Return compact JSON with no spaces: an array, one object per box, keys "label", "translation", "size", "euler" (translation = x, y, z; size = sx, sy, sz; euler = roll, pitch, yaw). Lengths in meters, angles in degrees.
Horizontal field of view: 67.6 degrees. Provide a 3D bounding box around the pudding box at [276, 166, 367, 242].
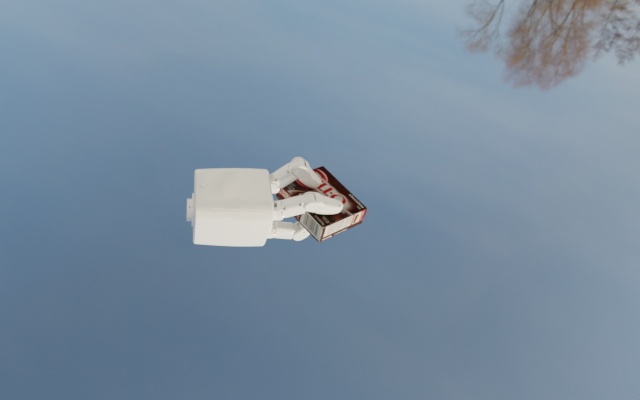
[{"label":"pudding box","translation":[0.000,0.003,0.725],"size":[0.090,0.039,0.113],"euler":[-22,56,-35]}]
